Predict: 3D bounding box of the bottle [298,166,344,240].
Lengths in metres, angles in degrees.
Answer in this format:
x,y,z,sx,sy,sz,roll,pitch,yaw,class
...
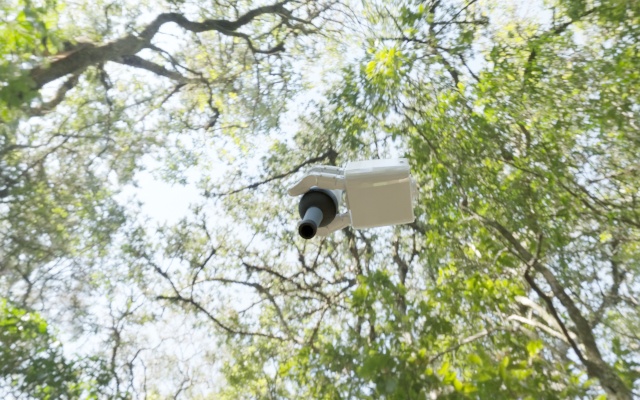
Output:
x,y,z,sx,sy,sz,roll,pitch,yaw,class
0.000,0.003,0.839,0.069,0.069,0.295,0,17,8,bottle
